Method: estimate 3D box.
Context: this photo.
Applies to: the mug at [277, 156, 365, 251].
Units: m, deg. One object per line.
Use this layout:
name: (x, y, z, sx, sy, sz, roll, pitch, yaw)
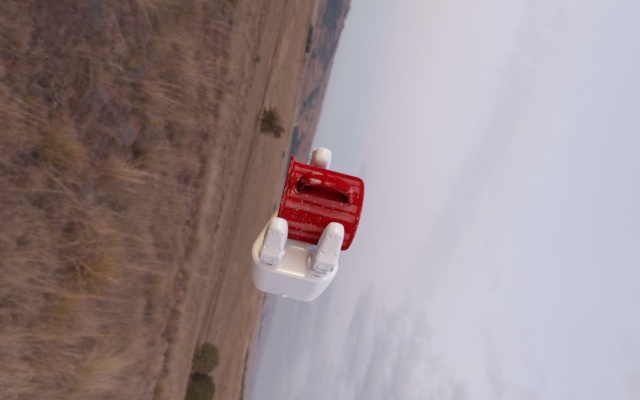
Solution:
mug: (0.001, 0.001, 0.498, 0.081, 0.093, 0.117, 13, -26, -5)
